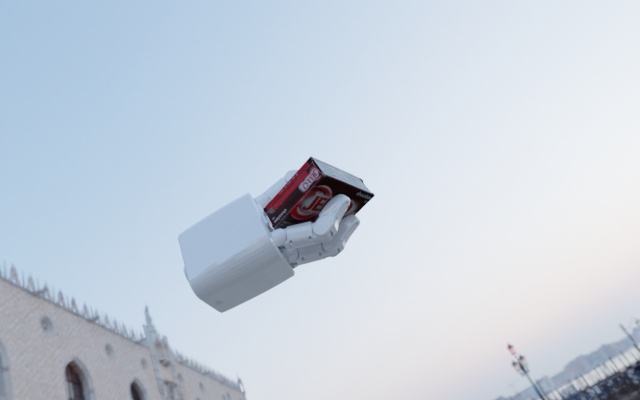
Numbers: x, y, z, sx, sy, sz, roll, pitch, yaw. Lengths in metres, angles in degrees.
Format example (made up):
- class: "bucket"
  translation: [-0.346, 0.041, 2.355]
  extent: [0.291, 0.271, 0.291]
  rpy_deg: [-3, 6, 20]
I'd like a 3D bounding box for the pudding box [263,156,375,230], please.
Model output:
- class: "pudding box"
  translation: [0.000, 0.002, 0.580]
  extent: [0.090, 0.039, 0.113]
  rpy_deg: [-46, -32, 20]
